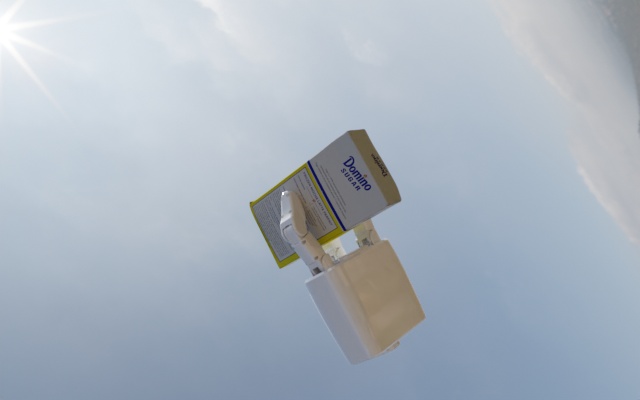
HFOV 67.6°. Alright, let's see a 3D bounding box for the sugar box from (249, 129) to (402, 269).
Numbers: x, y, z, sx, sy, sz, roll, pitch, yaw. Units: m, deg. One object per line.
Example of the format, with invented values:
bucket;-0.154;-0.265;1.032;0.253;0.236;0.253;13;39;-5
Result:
sugar box;0.000;0.002;0.557;0.176;0.093;0.048;-32;-8;32
